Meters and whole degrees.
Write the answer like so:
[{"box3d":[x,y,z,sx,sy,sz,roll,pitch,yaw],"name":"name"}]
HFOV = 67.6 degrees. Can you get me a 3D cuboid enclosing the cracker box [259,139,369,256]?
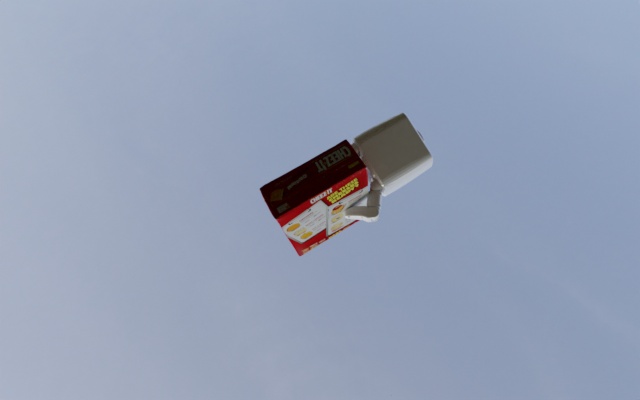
[{"box3d":[0.000,0.003,0.834,0.164,0.072,0.214,-30,-23,-5],"name":"cracker box"}]
